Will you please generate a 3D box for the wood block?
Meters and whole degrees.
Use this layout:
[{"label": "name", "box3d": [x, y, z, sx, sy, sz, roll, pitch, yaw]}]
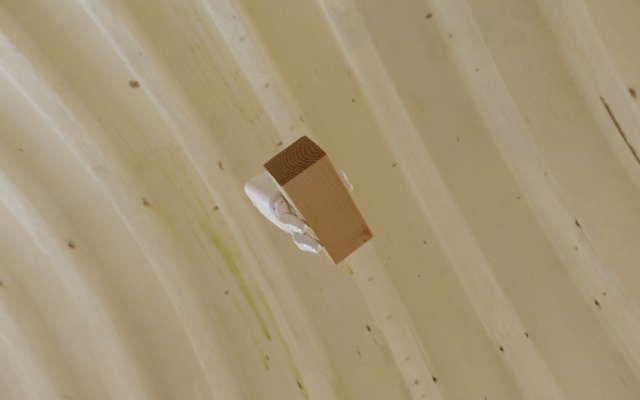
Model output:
[{"label": "wood block", "box3d": [0.000, 0.002, 0.831, 0.091, 0.206, 0.090, -37, 38, -5]}]
